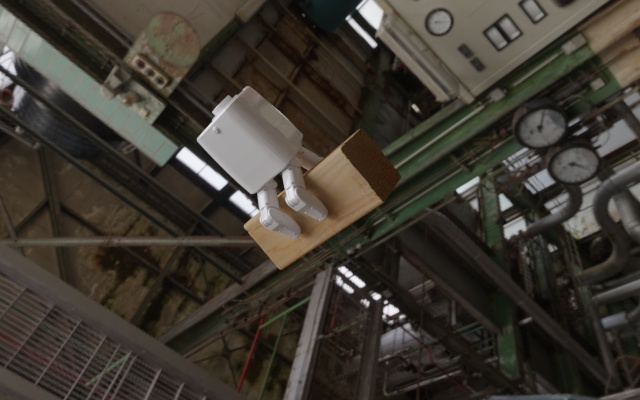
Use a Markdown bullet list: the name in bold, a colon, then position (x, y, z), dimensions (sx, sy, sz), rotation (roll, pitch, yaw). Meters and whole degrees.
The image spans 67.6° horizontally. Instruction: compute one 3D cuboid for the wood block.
- **wood block**: position (0.000, 0.002, 0.678), dimensions (0.206, 0.090, 0.090), rotation (-36, 6, 35)
